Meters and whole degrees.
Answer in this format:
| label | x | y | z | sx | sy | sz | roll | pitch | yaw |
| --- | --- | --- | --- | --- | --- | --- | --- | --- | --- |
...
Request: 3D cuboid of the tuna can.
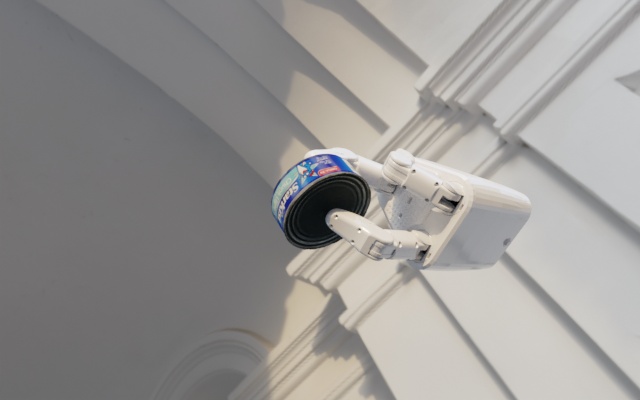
| label | x | y | z | sx | sy | sz | roll | pitch | yaw |
| --- | --- | --- | --- | --- | --- | --- | --- | --- | --- |
| tuna can | 0.000 | 0.001 | 0.425 | 0.086 | 0.086 | 0.033 | 0 | 38 | -35 |
